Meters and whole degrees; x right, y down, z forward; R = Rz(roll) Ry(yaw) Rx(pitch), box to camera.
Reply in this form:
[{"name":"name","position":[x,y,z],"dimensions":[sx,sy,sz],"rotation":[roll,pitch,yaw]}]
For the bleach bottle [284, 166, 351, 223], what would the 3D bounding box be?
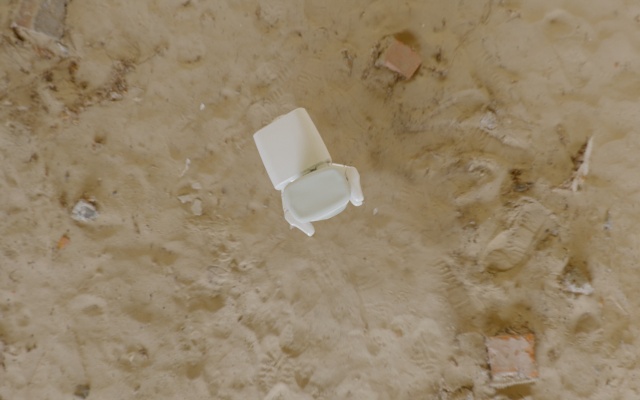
[{"name":"bleach bottle","position":[0.000,0.003,0.835],"dimensions":[0.102,0.068,0.251],"rotation":[-24,-7,-1]}]
